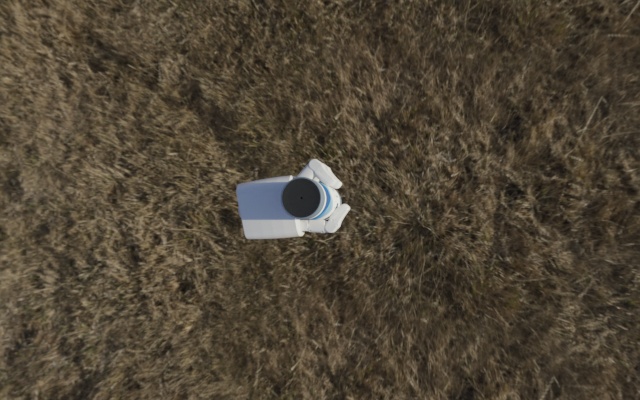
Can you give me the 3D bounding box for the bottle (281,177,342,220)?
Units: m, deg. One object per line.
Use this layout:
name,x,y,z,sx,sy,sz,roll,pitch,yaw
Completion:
bottle,0.000,0.003,0.884,0.069,0.069,0.296,0,-3,12
